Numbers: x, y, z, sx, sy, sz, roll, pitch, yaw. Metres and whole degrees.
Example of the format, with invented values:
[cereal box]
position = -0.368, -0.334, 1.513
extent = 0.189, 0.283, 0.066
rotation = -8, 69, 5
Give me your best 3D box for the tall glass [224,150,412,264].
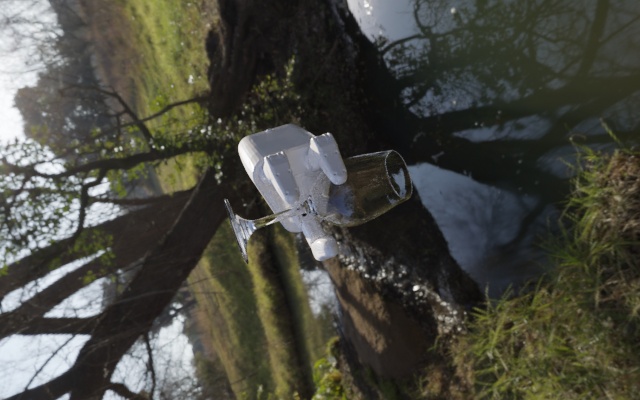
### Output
[tall glass]
position = 0.000, 0.002, 0.534
extent = 0.201, 0.079, 0.079
rotation = -19, 4, -13
